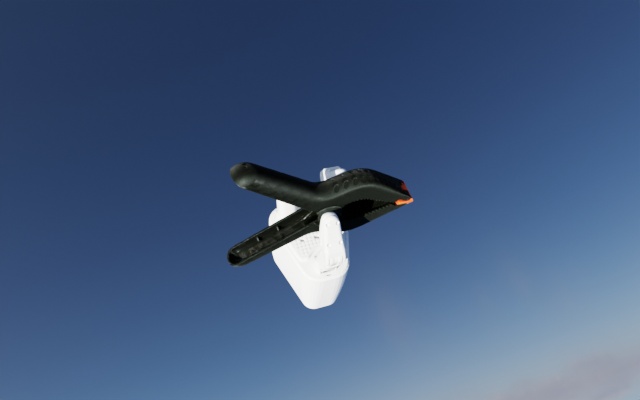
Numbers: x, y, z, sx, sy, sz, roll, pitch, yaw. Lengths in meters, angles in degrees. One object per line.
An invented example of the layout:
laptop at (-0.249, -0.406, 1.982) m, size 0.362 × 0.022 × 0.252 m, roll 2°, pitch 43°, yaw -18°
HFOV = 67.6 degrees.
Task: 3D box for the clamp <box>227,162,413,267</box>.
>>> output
clamp at (0.001, 0.002, 0.495) m, size 0.210 × 0.036 × 0.165 m, roll -13°, pitch -31°, yaw -13°
